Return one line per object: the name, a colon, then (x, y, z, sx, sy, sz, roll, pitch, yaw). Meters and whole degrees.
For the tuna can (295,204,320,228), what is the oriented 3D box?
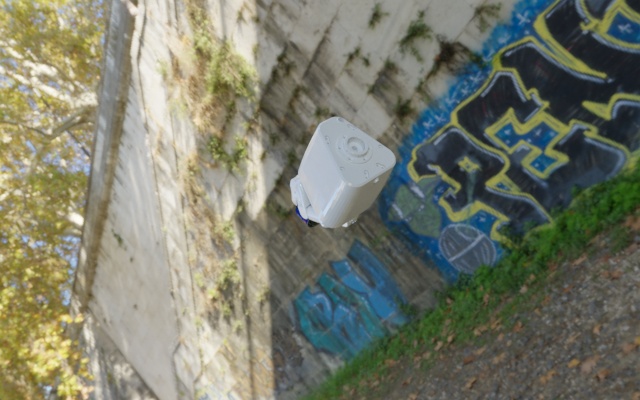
tuna can: (0.000, 0.002, 0.786, 0.033, 0.086, 0.086, 45, 16, 16)
